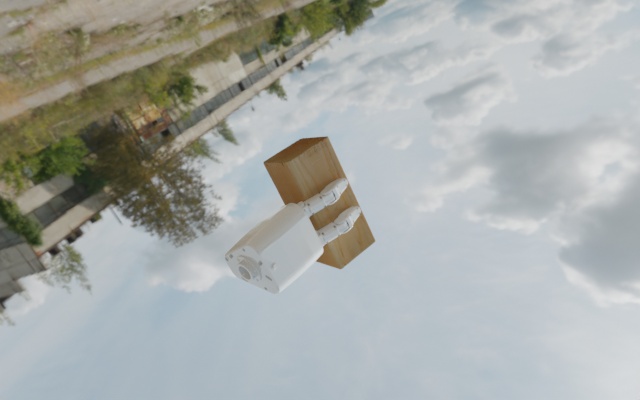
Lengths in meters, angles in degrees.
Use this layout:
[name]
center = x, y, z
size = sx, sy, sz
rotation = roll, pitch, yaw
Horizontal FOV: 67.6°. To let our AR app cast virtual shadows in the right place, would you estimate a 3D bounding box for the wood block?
[wood block]
center = 0.000, 0.003, 0.819
size = 0.090, 0.206, 0.091
rotation = -36, 22, -26
